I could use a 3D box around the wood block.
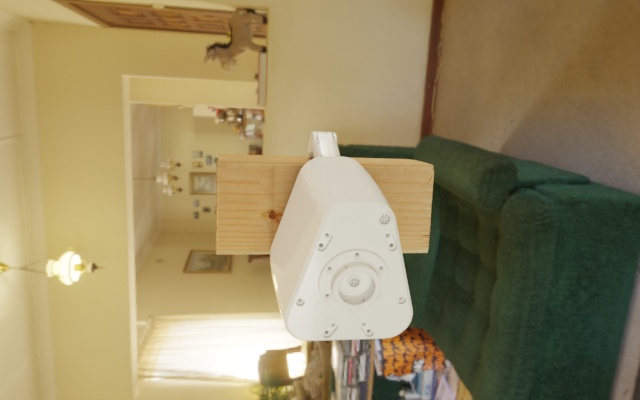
[{"bbox_3d":[0.000,0.001,0.490,0.206,0.091,0.090,1,9,-10],"label":"wood block"}]
